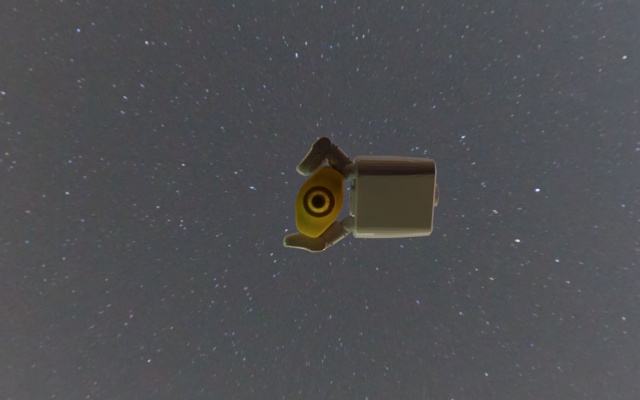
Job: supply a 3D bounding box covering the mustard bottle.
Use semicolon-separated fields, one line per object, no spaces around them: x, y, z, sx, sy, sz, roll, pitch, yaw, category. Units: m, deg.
0.000;0.002;0.651;0.058;0.096;0.191;25;0;1;mustard bottle
